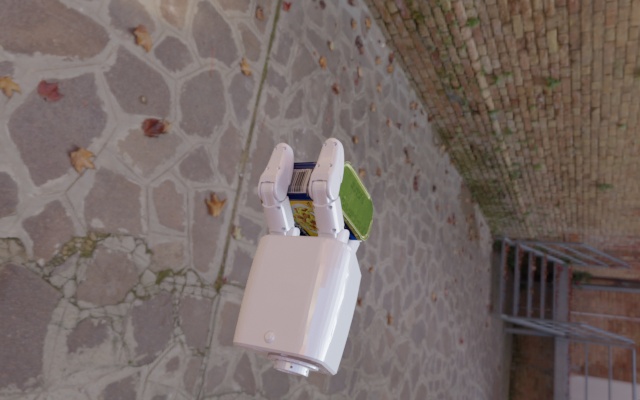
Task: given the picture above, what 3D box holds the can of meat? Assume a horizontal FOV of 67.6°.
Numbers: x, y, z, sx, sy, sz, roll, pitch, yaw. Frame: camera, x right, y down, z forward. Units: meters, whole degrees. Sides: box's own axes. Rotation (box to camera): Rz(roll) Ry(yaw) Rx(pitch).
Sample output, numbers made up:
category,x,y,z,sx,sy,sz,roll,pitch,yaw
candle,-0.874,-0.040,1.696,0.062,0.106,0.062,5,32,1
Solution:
category,x,y,z,sx,sy,sz,roll,pitch,yaw
can of meat,0.000,0.002,0.500,0.084,0.057,0.102,1,-31,30
